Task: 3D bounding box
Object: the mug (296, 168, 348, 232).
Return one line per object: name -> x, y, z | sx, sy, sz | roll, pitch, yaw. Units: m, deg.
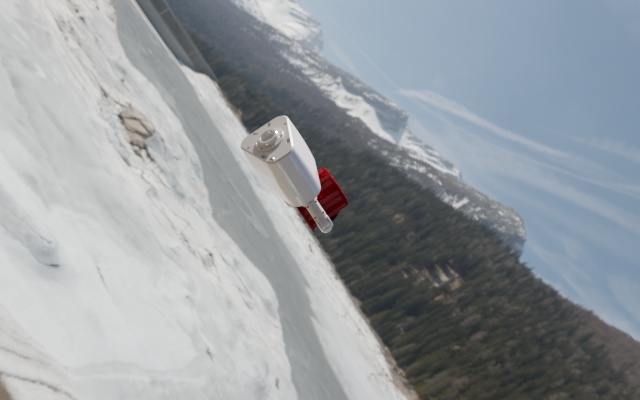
mug -> 0.001, 0.004, 0.860 | 0.081, 0.117, 0.093 | -34, 44, -2
